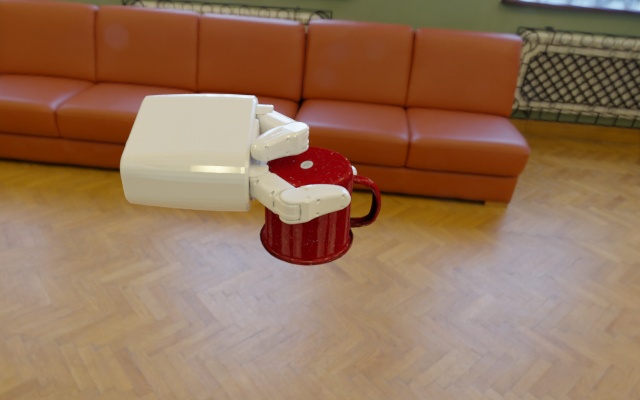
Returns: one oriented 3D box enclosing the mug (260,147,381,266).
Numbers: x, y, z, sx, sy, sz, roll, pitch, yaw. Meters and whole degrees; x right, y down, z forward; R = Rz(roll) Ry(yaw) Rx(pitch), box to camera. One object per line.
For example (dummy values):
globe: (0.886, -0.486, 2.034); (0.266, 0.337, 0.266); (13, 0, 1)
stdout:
mug: (0.002, 0.001, 0.454); (0.117, 0.081, 0.093); (1, 33, -3)
